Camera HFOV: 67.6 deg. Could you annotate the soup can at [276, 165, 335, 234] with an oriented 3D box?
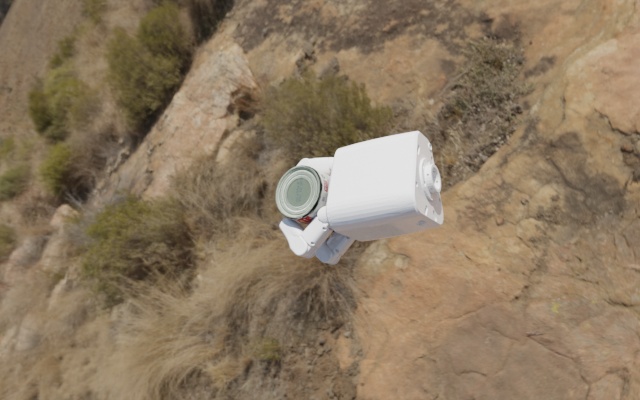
[{"bbox_3d":[0.000,0.002,0.602,0.068,0.068,0.102,0,-14,34],"label":"soup can"}]
